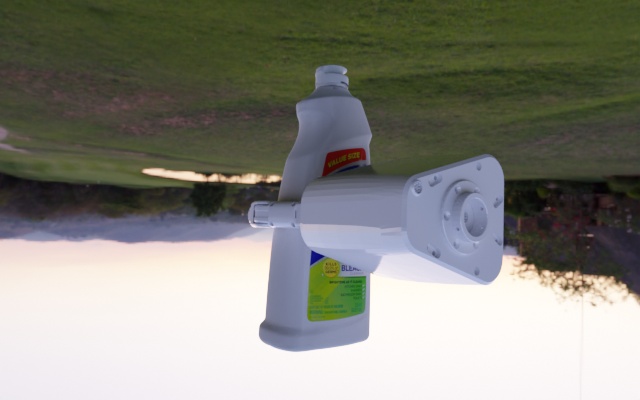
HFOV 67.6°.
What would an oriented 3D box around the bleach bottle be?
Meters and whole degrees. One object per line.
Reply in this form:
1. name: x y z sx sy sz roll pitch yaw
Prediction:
1. bleach bottle: 0.000 0.001 0.438 0.102 0.251 0.068 4 -4 -37
